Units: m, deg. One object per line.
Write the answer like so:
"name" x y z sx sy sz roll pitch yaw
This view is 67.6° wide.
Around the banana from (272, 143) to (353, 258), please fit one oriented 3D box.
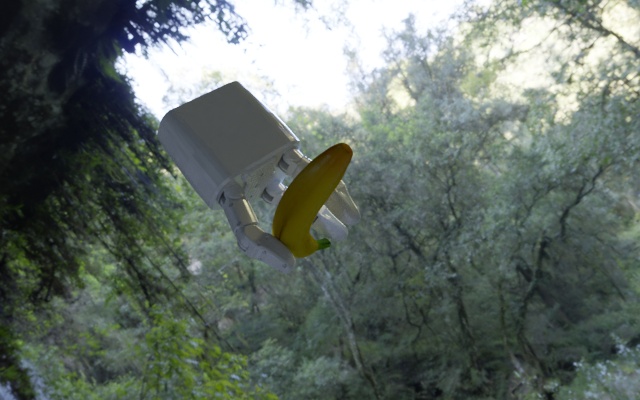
"banana" -0.015 0.013 0.460 0.069 0.037 0.198 -34 -19 -21
